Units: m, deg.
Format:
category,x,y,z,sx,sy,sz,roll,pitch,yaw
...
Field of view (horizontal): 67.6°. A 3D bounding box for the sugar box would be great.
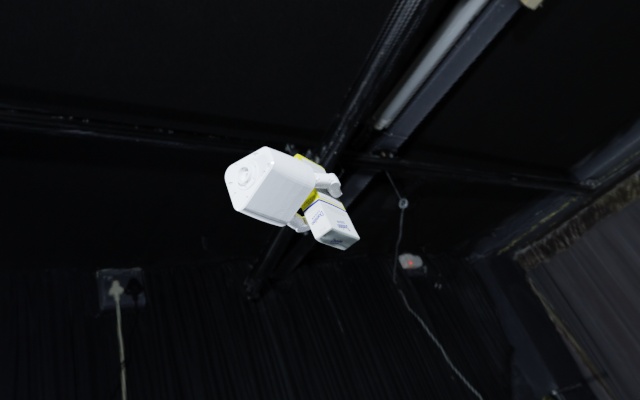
category,x,y,z,sx,sy,sz,roll,pitch,yaw
sugar box,0.000,0.003,0.882,0.048,0.176,0.093,-37,-35,22
